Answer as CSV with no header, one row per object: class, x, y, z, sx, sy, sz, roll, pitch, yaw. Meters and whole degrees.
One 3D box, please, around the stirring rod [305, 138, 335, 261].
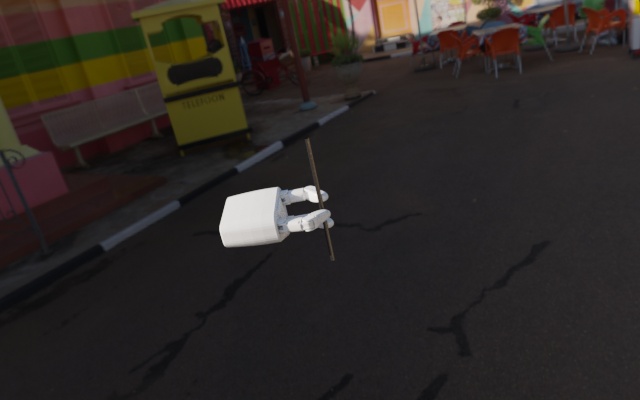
stirring rod,0.000,0.003,0.865,0.011,0.240,0.011,-10,21,4
